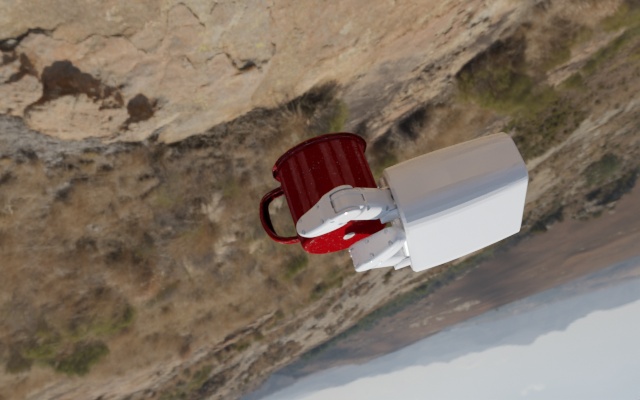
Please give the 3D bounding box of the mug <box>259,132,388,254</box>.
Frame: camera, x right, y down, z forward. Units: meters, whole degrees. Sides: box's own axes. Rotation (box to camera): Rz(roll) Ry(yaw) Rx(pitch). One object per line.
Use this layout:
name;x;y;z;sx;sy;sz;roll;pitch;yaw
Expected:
mug;-0.001;0.002;0.437;0.117;0.081;0.093;-21;-21;4
